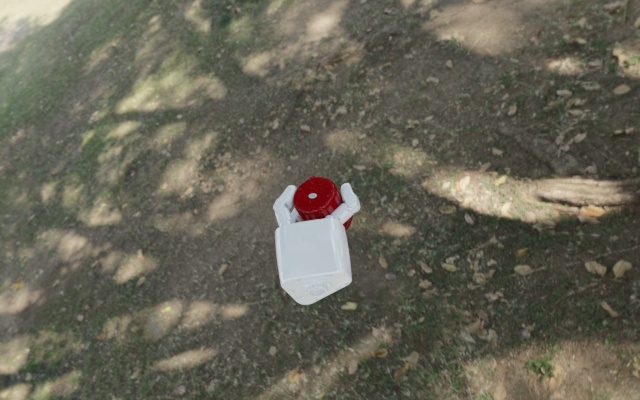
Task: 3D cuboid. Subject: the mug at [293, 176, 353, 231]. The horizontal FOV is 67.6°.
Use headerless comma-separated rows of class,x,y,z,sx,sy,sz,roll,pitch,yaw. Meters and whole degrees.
mug,0.000,0.002,0.863,0.093,0.117,0.081,-20,-41,10
